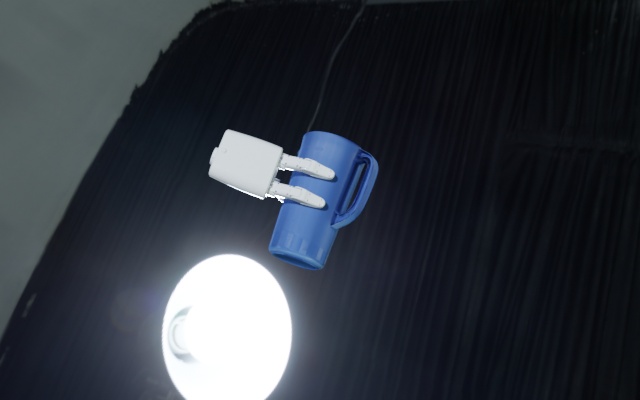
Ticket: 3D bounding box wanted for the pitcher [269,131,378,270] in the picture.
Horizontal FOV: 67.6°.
[{"bbox_3d":[0.000,0.003,0.897,0.145,0.242,0.149,22,-16,-8],"label":"pitcher"}]
